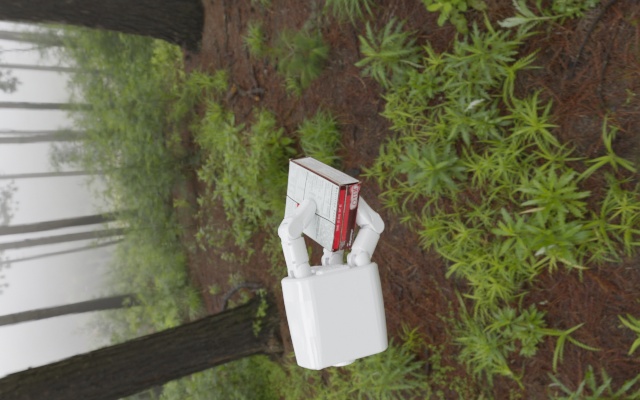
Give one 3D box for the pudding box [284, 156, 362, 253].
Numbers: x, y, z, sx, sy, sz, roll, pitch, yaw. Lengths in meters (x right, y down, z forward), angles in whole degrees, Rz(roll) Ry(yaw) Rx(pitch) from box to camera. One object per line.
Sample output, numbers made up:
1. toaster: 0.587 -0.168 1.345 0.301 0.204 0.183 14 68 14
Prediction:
1. pudding box: 0.000 0.002 0.609 0.039 0.090 0.113 -9 26 -37
